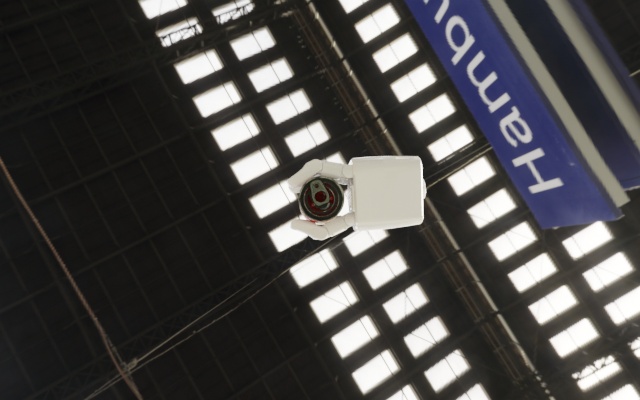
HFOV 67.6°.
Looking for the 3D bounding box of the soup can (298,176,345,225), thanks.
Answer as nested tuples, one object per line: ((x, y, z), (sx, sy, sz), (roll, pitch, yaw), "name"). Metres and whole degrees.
((0.000, 0.003, 0.748), (0.068, 0.068, 0.102), (0, -6, -2), "soup can")
